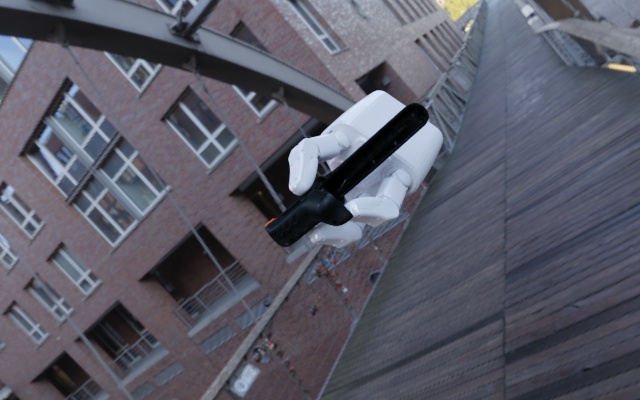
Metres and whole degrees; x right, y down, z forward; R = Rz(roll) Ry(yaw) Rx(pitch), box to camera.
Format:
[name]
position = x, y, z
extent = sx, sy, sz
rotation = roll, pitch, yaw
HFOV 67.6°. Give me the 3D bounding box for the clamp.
[clamp]
position = -0.001, 0.001, 0.450
extent = 0.210, 0.036, 0.164
rotation = -37, 8, 43
